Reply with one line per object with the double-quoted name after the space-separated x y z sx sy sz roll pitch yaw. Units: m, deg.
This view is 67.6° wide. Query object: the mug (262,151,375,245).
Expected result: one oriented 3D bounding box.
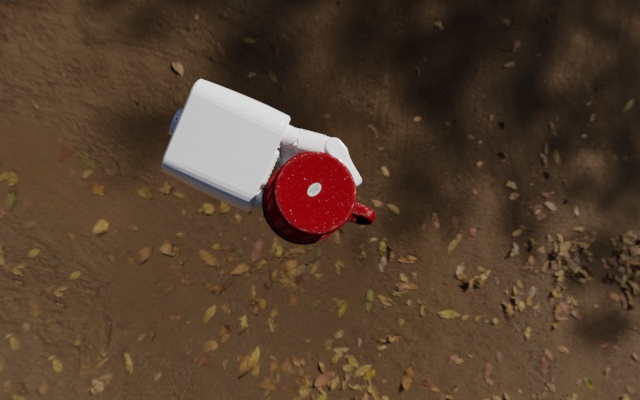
0.001 0.002 0.486 0.117 0.093 0.081 21 -10 -7 "mug"
